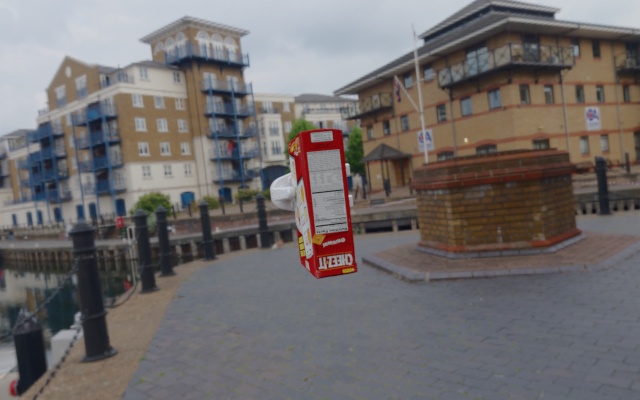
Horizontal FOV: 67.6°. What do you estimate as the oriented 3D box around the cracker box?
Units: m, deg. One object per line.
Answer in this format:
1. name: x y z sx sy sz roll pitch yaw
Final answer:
1. cracker box: 0.000 0.002 0.758 0.072 0.213 0.164 -7 2 -10
